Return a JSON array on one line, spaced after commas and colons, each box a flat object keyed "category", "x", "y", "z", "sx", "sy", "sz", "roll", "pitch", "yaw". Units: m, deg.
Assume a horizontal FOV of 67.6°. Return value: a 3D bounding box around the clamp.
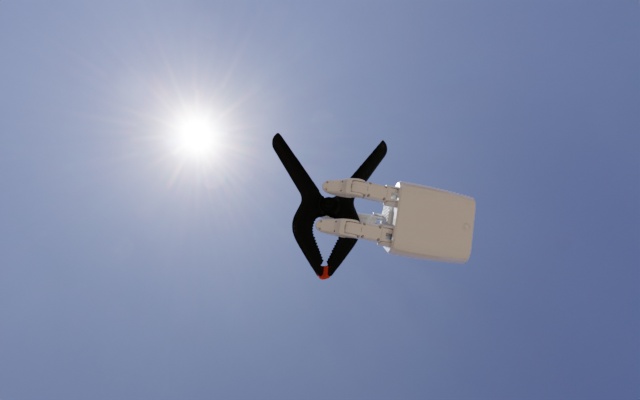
[{"category": "clamp", "x": 0.000, "y": 0.003, "z": 0.667, "sx": 0.164, "sy": 0.210, "sz": 0.036, "roll": 10, "pitch": -12, "yaw": -2}]
